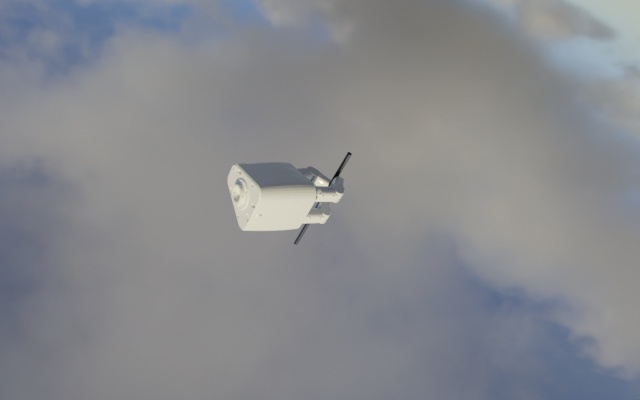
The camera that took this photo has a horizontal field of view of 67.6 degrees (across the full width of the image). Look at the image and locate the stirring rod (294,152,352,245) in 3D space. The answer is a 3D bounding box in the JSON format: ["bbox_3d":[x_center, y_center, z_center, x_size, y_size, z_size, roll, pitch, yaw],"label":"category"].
[{"bbox_3d":[0.000,0.003,0.894,0.011,0.011,0.240,0,-44,-36],"label":"stirring rod"}]
